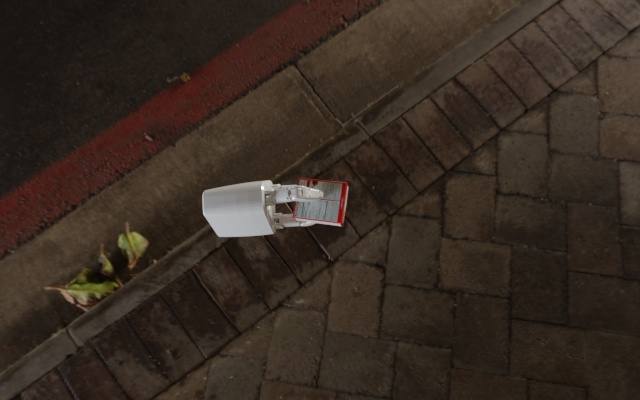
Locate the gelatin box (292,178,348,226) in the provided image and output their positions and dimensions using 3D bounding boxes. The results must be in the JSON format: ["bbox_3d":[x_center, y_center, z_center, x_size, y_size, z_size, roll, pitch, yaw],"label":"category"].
[{"bbox_3d":[0.000,0.003,0.833,0.089,0.073,0.030,6,-12,11],"label":"gelatin box"}]
